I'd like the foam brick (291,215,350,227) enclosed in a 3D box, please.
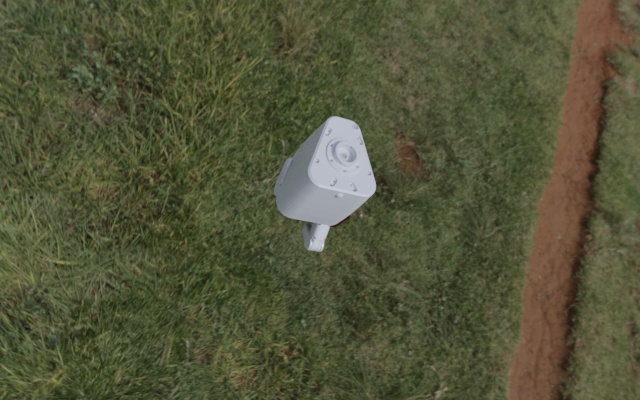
[{"bbox_3d":[0.000,0.002,0.710,0.078,0.053,0.051,12,-25,-22],"label":"foam brick"}]
